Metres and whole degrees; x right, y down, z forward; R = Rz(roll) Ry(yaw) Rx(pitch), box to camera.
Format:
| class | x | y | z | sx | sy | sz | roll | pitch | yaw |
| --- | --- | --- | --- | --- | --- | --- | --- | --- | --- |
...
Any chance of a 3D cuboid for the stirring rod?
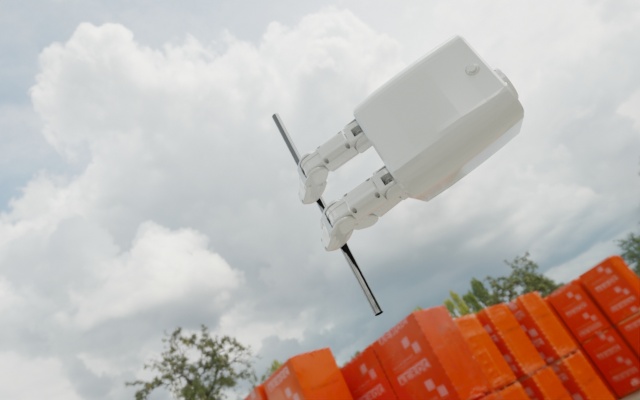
| class | x | y | z | sx | sy | sz | roll | pitch | yaw |
| --- | --- | --- | --- | --- | --- | --- | --- | --- | --- |
| stirring rod | 0.000 | 0.002 | 0.456 | 0.011 | 0.239 | 0.011 | -21 | -30 | -13 |
